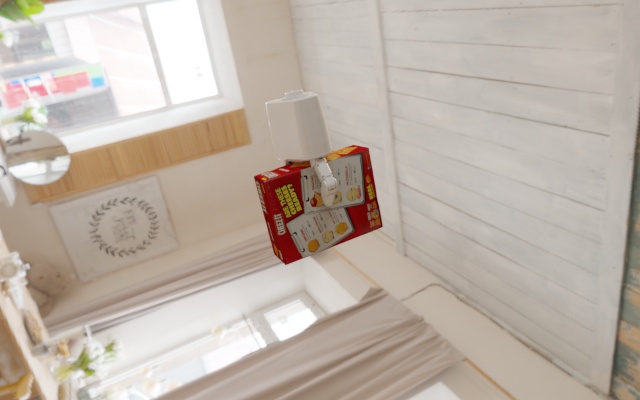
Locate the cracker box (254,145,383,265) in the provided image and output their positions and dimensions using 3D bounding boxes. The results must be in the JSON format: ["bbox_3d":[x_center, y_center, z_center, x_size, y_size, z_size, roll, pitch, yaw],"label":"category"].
[{"bbox_3d":[0.000,0.003,0.896,0.213,0.164,0.072,-19,19,-20],"label":"cracker box"}]
